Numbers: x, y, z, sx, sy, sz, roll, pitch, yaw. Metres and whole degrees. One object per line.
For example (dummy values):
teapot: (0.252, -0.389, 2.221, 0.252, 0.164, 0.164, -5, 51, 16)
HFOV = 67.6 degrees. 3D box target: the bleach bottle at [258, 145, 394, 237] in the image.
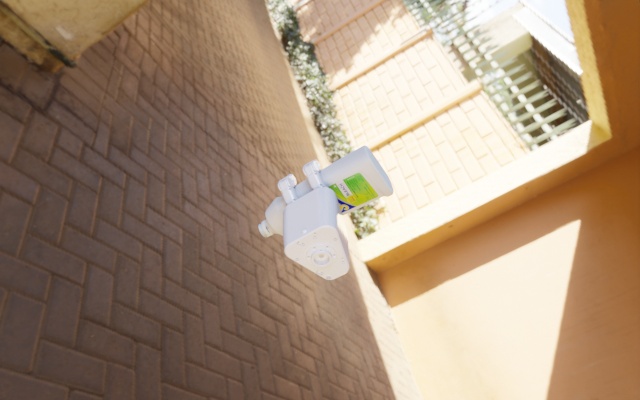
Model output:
bleach bottle: (0.000, 0.003, 0.873, 0.251, 0.103, 0.068, -30, 32, 16)
